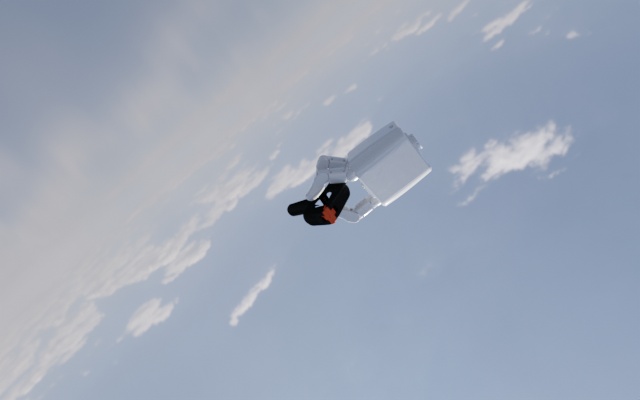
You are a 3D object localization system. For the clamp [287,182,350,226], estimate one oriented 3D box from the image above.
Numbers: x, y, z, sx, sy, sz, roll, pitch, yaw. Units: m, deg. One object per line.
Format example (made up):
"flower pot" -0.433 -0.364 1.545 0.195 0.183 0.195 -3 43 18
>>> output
"clamp" 0.001 0.003 0.858 0.164 0.036 0.210 -38 15 13
